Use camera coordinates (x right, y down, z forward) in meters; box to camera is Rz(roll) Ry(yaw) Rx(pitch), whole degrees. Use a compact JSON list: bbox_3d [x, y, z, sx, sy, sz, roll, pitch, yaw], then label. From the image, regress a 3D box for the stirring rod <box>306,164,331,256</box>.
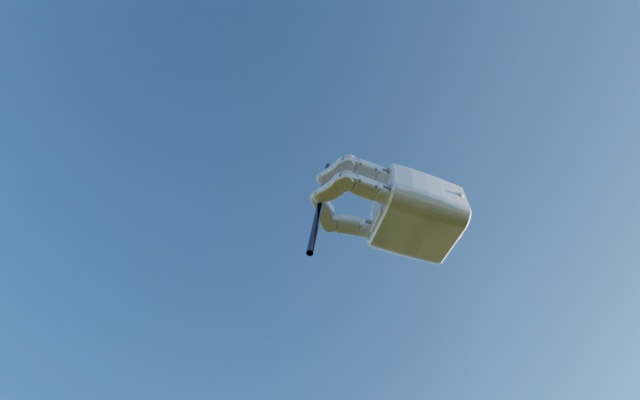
[{"bbox_3d":[0.000,0.002,0.619,0.011,0.011,0.239,0,27,6],"label":"stirring rod"}]
